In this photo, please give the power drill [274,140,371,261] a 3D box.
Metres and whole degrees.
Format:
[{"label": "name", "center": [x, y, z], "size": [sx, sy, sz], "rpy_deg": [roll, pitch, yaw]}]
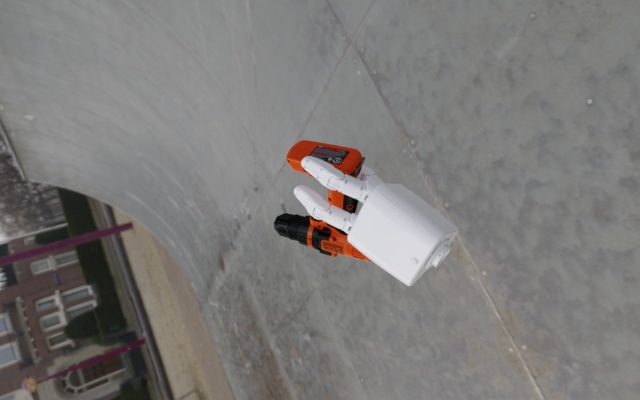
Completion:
[{"label": "power drill", "center": [0.000, 0.002, 0.724], "size": [0.184, 0.188, 0.057], "rpy_deg": [12, 44, 22]}]
